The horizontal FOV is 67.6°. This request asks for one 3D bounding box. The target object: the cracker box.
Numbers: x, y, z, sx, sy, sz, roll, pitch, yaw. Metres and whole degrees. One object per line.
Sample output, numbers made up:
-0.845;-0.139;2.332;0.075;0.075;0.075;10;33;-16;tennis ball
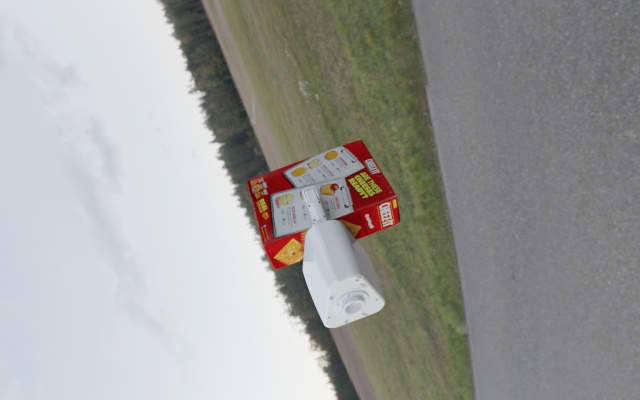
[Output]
0.000;0.003;0.785;0.213;0.072;0.164;-20;43;-3;cracker box
